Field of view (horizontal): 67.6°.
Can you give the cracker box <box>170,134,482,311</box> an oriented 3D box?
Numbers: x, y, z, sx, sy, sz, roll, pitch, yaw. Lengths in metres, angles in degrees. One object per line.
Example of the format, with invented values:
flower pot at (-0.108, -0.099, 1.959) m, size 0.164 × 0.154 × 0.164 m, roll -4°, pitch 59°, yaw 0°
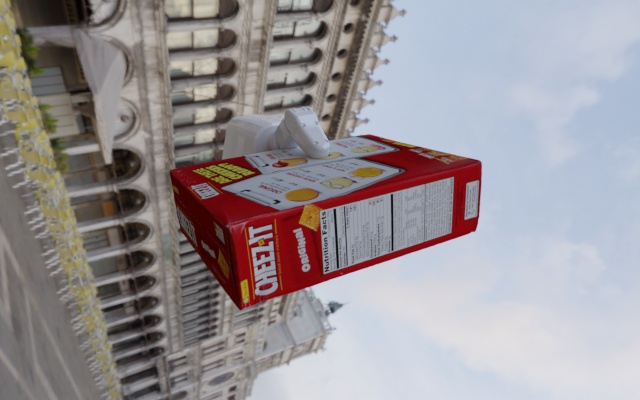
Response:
cracker box at (0.000, 0.001, 0.409) m, size 0.213 × 0.072 × 0.164 m, roll -14°, pitch 22°, yaw -25°
